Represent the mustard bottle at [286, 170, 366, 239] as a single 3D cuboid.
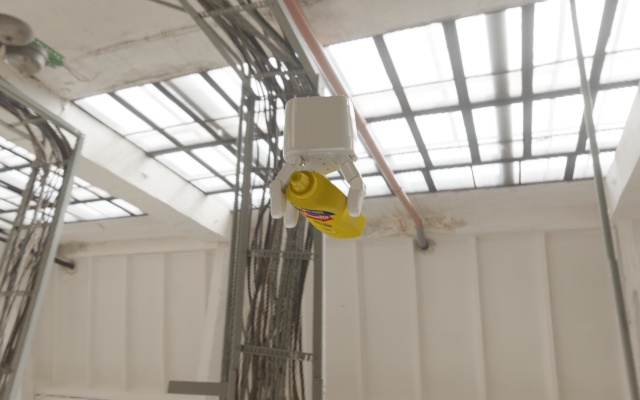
[{"bbox_3d":[0.000,0.003,0.743,0.096,0.058,0.192,15,-16,27],"label":"mustard bottle"}]
